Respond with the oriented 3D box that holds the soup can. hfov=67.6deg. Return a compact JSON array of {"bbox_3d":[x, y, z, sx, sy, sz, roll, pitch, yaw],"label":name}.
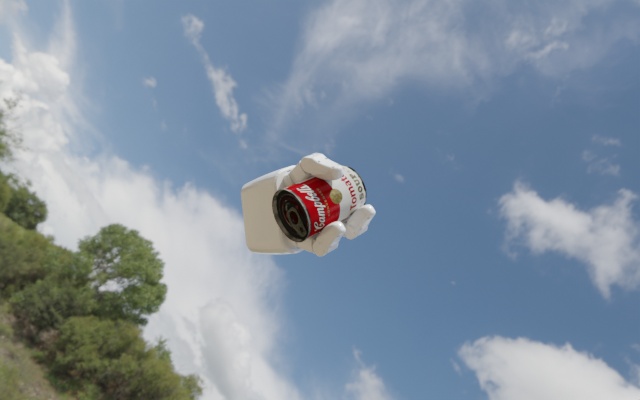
[{"bbox_3d":[0.001,0.002,0.597,0.102,0.068,0.068,-25,16,-37],"label":"soup can"}]
